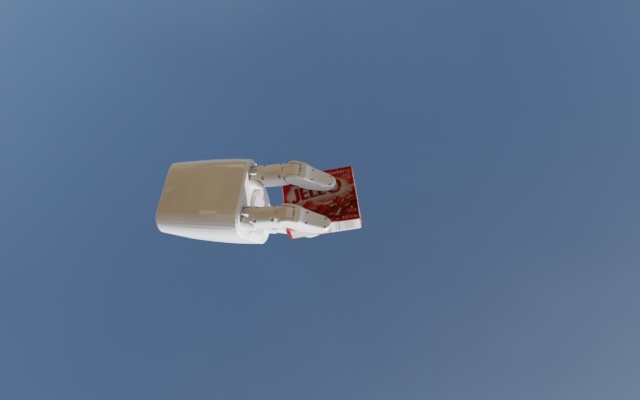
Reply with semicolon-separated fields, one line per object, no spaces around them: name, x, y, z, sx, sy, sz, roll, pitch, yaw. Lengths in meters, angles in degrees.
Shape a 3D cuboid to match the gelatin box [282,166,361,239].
gelatin box;0.000;0.002;0.575;0.089;0.073;0.030;-9;-29;3
